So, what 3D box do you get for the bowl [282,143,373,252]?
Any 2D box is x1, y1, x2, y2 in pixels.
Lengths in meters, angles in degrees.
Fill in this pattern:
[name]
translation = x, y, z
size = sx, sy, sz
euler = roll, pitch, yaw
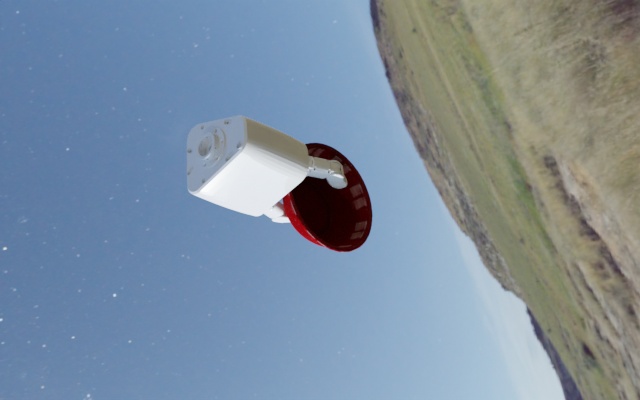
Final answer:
[bowl]
translation = 0.001, 0.003, 0.677
size = 0.162, 0.162, 0.055
euler = 0, -20, -45
